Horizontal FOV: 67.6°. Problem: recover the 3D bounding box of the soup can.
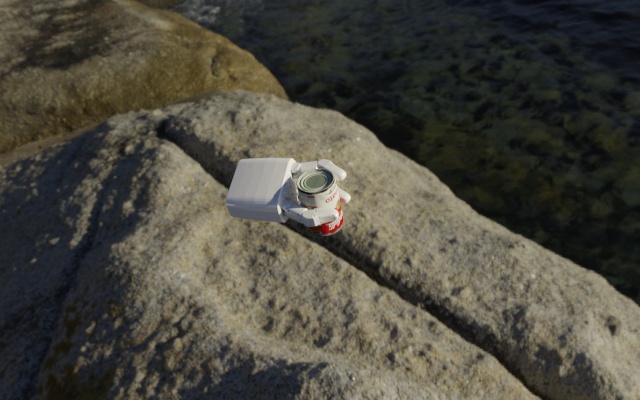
[{"bbox_3d":[0.001,0.003,0.832,0.068,0.102,0.068,-8,41,7],"label":"soup can"}]
